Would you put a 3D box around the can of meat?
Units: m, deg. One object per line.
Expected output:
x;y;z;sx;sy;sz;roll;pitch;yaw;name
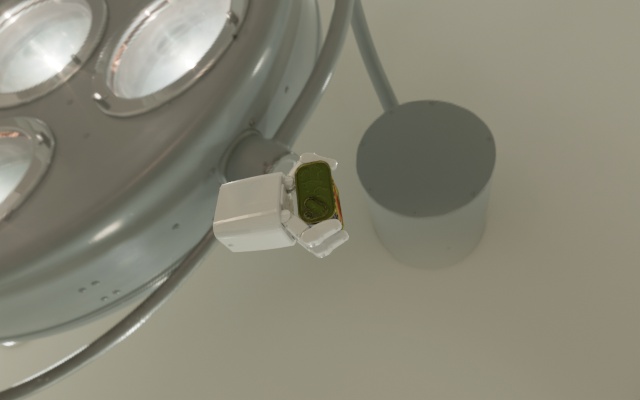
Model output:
0.000;0.002;0.750;0.057;0.102;0.084;-11;-26;9;can of meat
